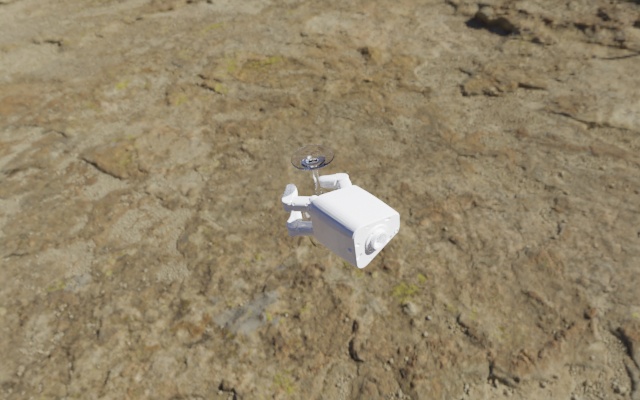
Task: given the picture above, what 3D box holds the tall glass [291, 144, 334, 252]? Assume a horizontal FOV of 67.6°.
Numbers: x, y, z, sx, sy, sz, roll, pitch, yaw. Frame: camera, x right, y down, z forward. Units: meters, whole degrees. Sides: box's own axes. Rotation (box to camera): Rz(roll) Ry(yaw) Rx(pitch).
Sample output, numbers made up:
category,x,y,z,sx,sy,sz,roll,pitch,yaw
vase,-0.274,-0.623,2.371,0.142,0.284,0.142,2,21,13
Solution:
category,x,y,z,sx,sy,sz,roll,pitch,yaw
tall glass,0.000,0.002,0.865,0.079,0.201,0.079,-6,39,5
